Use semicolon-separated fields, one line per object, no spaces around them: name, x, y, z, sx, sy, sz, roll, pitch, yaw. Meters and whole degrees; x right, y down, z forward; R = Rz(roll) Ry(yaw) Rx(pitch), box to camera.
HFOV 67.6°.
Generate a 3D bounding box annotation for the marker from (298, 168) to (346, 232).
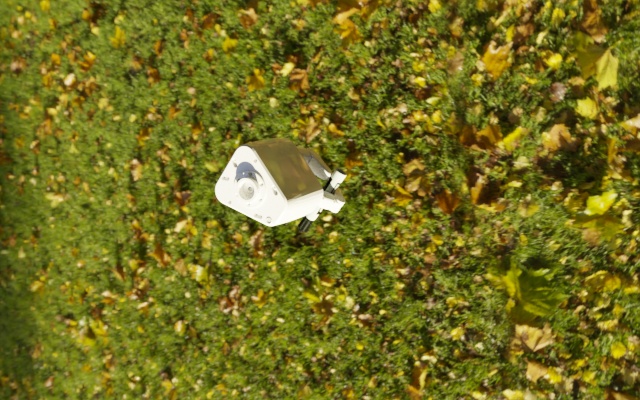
marker;0.000;0.002;0.742;0.020;0.121;0.020;29;23;-14
